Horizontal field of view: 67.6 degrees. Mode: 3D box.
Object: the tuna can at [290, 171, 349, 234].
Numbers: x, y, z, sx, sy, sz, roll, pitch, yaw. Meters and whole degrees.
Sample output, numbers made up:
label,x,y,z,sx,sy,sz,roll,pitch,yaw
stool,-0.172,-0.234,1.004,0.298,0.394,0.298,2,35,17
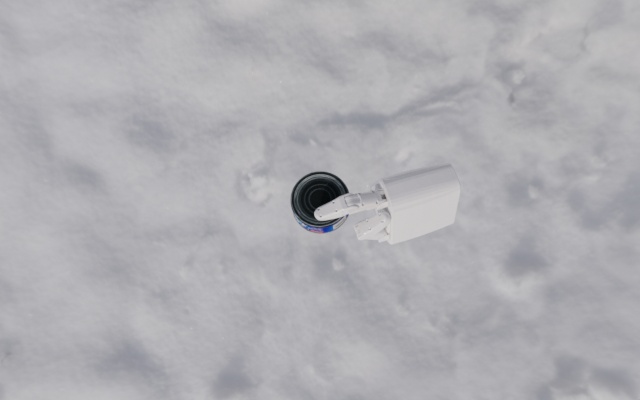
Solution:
label,x,y,z,sx,sy,sz,roll,pitch,yaw
tuna can,0.000,0.002,0.683,0.086,0.086,0.034,0,-18,3
